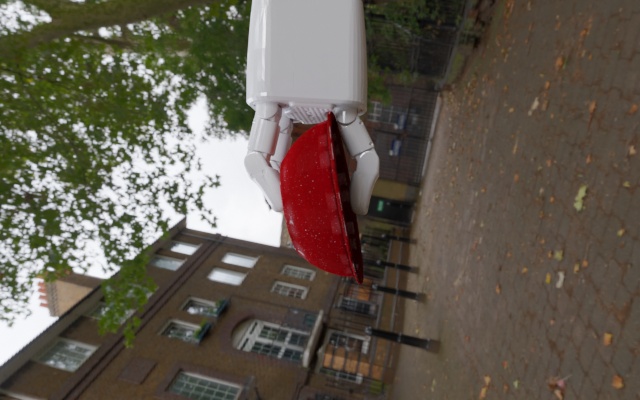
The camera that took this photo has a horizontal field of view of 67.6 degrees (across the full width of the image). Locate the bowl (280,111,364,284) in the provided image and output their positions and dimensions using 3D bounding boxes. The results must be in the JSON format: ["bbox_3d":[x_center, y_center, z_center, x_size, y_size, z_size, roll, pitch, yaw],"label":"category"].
[{"bbox_3d":[0.000,0.003,0.446,0.055,0.162,0.162,-11,-1,7],"label":"bowl"}]
